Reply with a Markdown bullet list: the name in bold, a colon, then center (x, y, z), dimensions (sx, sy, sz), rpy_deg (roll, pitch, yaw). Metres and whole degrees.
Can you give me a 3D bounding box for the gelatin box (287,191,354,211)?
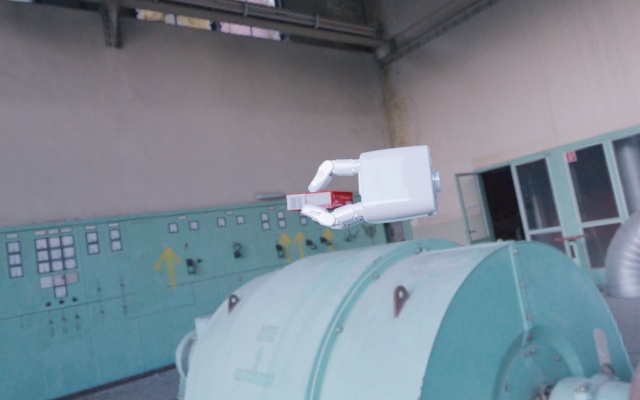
- **gelatin box**: center (0.000, 0.002, 0.793), dimensions (0.089, 0.030, 0.073), rpy_deg (-5, -4, 30)
